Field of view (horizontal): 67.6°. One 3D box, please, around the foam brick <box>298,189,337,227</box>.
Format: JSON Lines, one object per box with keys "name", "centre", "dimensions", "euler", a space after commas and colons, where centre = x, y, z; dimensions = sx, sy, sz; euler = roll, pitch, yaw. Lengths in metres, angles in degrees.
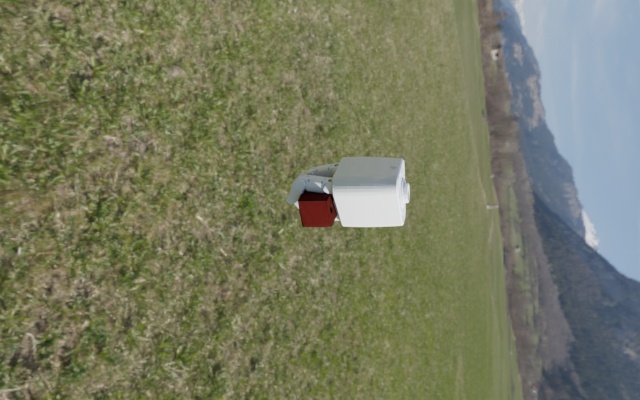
{"name": "foam brick", "centre": [0.000, 0.003, 0.802], "dimensions": [0.051, 0.053, 0.078], "euler": [0, 32, 17]}
